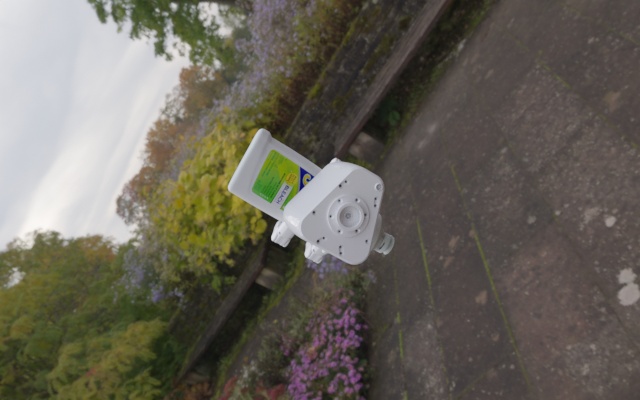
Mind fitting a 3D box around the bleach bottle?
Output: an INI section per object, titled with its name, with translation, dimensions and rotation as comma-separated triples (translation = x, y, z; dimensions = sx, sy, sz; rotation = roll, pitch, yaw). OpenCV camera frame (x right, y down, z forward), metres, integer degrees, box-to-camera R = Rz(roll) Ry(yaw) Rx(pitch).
[bleach bottle]
translation = 0.000, 0.002, 0.687
dimensions = 0.251, 0.102, 0.068
rotation = 29, 0, -13
